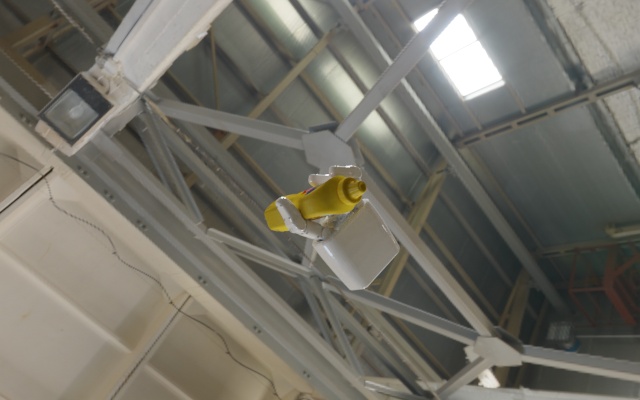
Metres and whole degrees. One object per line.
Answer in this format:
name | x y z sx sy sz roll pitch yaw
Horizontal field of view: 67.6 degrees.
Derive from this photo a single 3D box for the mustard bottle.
mustard bottle | 0.000 0.002 0.755 0.096 0.058 0.192 -18 -1 -42
